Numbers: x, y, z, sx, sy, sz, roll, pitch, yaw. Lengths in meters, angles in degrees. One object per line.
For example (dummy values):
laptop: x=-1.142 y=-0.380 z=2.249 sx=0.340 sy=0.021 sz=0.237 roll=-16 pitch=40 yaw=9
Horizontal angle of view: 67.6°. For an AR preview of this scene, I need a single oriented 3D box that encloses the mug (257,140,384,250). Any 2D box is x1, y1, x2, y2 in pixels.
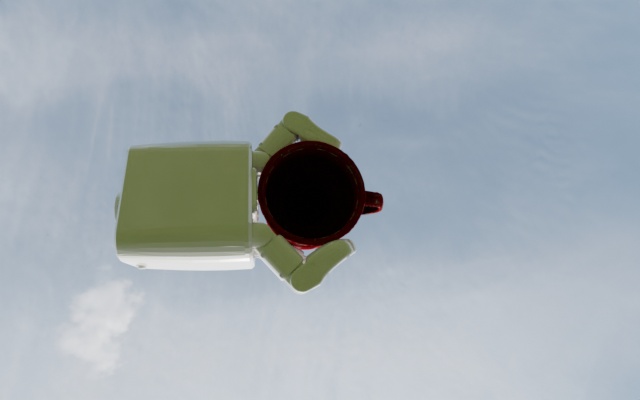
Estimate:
mug: x=0.001 y=0.001 z=0.448 sx=0.117 sy=0.093 sz=0.081 roll=0 pitch=-13 yaw=-7
